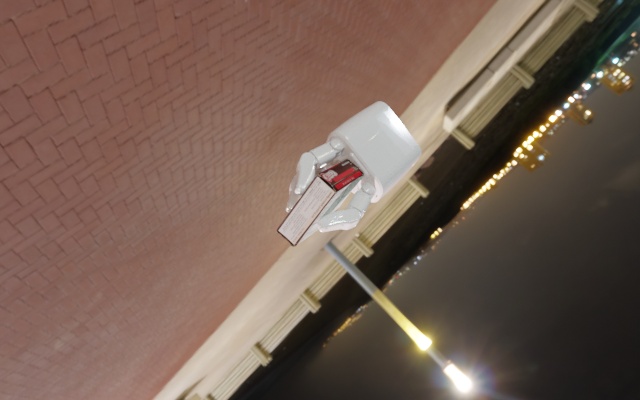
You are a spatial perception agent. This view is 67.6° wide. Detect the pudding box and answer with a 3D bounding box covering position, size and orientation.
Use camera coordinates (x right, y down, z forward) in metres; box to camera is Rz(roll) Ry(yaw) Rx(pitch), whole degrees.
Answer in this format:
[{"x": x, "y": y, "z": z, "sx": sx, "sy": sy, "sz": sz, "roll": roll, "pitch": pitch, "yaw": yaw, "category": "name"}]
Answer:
[{"x": 0.000, "y": 0.002, "z": 0.647, "sx": 0.039, "sy": 0.113, "sz": 0.090, "roll": 42, "pitch": 32, "yaw": 11, "category": "pudding box"}]
